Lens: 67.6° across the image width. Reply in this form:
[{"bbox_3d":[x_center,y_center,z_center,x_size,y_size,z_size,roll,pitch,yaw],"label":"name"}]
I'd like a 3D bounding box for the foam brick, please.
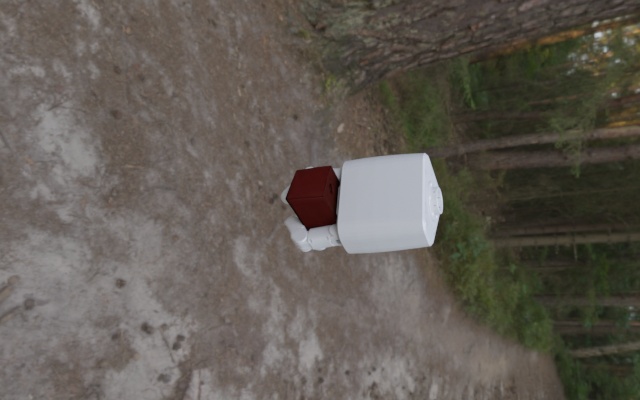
[{"bbox_3d":[0.000,0.002,0.605,0.051,0.053,0.078,-6,-43,26],"label":"foam brick"}]
